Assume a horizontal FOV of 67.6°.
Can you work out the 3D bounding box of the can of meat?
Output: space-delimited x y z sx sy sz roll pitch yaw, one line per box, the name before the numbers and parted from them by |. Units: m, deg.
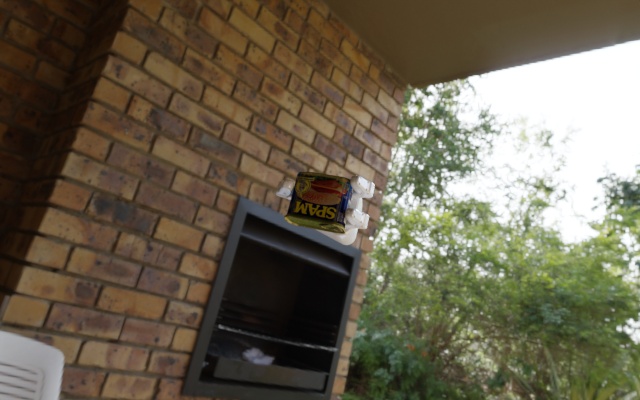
can of meat | 0.000 0.002 0.796 0.102 0.084 0.057 10 -16 14
